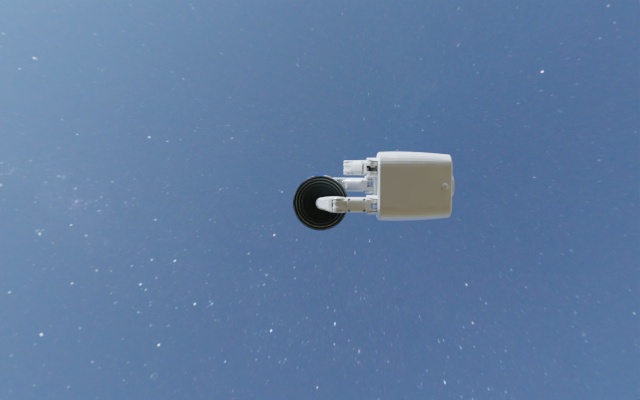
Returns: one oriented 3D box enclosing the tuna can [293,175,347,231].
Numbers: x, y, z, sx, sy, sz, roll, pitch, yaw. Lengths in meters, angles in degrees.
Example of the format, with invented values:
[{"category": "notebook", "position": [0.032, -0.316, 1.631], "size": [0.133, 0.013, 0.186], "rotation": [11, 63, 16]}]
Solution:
[{"category": "tuna can", "position": [0.000, 0.002, 0.753], "size": [0.086, 0.086, 0.033], "rotation": [0, 6, 0]}]
